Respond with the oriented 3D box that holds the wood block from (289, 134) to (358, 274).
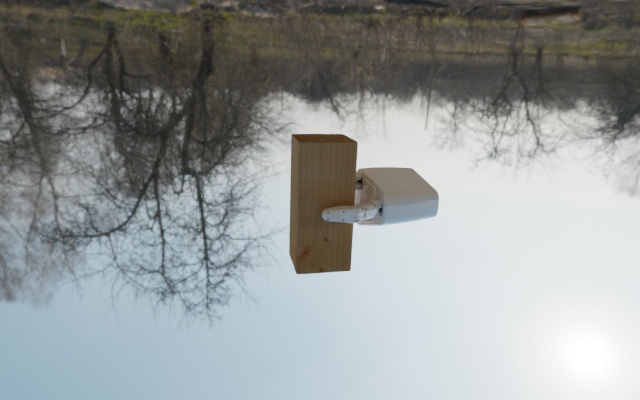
[{"bbox_3d":[0.001,0.003,0.759,0.090,0.206,0.090,-2,16,-12],"label":"wood block"}]
